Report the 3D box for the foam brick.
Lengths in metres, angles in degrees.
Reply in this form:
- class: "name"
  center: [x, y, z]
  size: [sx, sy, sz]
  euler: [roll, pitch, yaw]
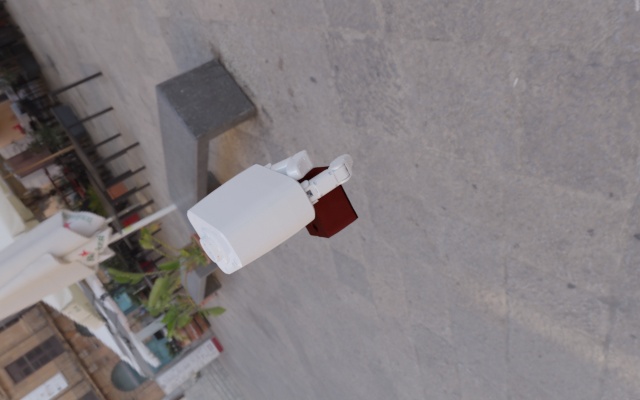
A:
- class: "foam brick"
  center: [0.000, 0.002, 0.606]
  size: [0.051, 0.078, 0.053]
  euler: [-36, 18, -25]
